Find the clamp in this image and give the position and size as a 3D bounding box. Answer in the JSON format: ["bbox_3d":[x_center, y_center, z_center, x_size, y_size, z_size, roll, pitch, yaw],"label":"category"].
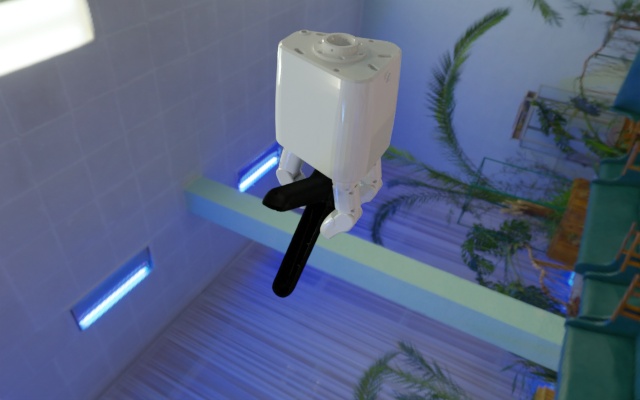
[{"bbox_3d":[0.000,0.001,0.542,0.036,0.165,0.210,24,46,18],"label":"clamp"}]
